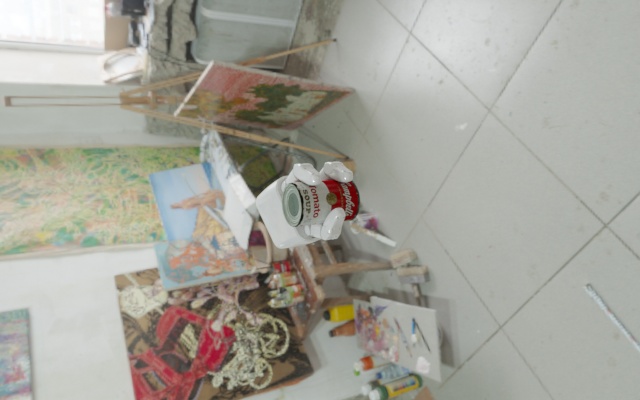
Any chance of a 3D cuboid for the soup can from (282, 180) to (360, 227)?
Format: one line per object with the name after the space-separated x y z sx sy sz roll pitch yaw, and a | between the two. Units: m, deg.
0.000 0.002 0.731 0.102 0.068 0.068 -5 3 -30 | soup can
